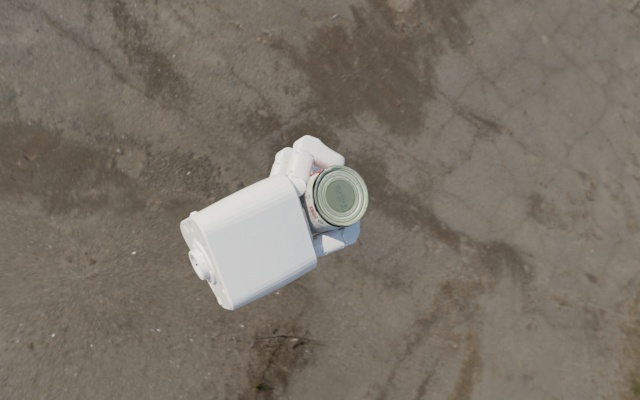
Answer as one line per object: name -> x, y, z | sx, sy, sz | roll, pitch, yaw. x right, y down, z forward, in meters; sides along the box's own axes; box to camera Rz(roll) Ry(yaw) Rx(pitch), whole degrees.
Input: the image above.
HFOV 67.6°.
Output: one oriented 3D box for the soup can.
soup can -> 0.001, 0.002, 0.541 | 0.068, 0.068, 0.102 | 0, -8, -26
